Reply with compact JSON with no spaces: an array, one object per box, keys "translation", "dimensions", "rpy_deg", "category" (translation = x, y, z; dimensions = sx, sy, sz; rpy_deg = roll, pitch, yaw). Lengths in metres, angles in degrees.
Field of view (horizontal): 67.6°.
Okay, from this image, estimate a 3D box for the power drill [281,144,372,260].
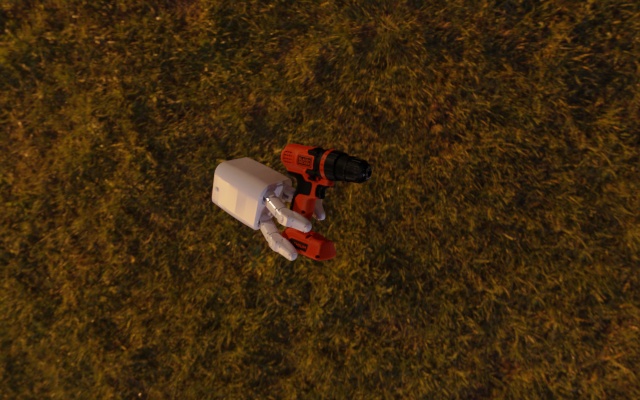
[{"translation":[0.000,0.003,0.822],"dimensions":[0.184,0.188,0.057],"rpy_deg":[17,13,40],"category":"power drill"}]
